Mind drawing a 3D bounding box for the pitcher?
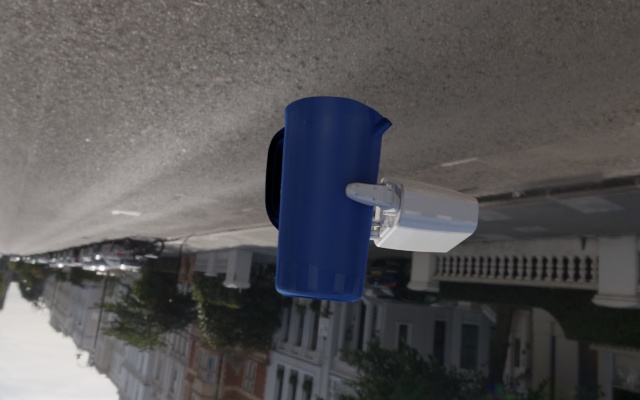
[{"bbox_3d":[0.000,0.002,0.613,0.145,0.242,0.149,7,-11,-9],"label":"pitcher"}]
